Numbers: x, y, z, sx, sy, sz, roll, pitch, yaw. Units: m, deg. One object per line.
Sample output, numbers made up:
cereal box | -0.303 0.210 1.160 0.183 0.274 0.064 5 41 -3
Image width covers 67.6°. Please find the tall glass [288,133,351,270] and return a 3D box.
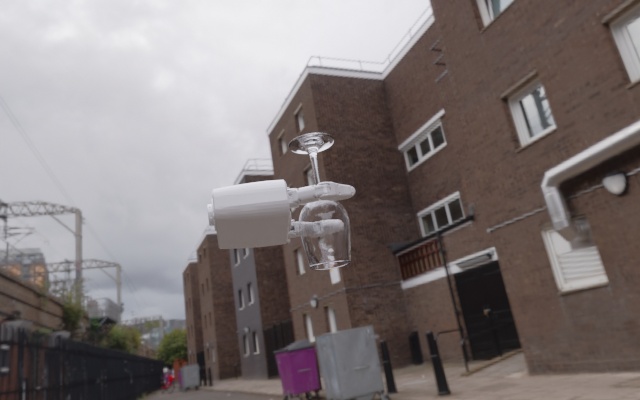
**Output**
tall glass | 0.000 0.002 0.735 0.079 0.201 0.079 -9 -17 -3
